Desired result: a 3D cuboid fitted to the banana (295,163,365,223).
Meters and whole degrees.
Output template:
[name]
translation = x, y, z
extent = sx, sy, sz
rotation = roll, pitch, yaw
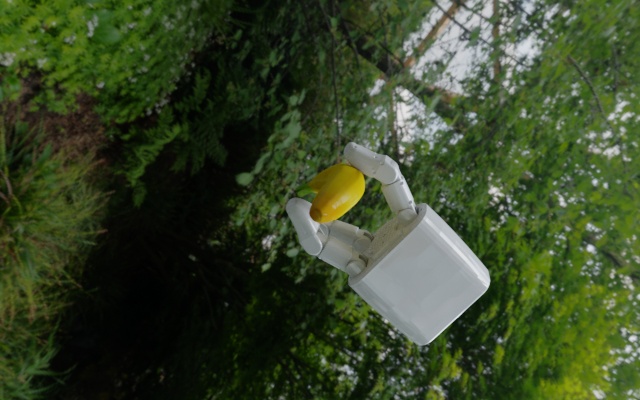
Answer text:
[banana]
translation = 0.015, -0.010, 0.491
extent = 0.069, 0.037, 0.198
rotation = -37, 8, -1
